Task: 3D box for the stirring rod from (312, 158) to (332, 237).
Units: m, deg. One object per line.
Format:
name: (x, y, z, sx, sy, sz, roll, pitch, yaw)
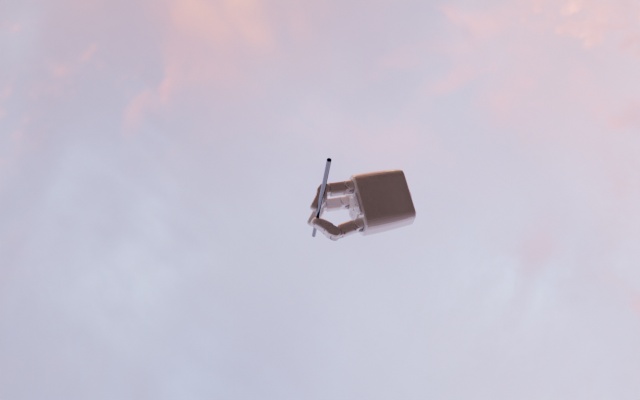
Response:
stirring rod: (0.000, 0.003, 0.847, 0.011, 0.011, 0.240, 0, -33, -8)
